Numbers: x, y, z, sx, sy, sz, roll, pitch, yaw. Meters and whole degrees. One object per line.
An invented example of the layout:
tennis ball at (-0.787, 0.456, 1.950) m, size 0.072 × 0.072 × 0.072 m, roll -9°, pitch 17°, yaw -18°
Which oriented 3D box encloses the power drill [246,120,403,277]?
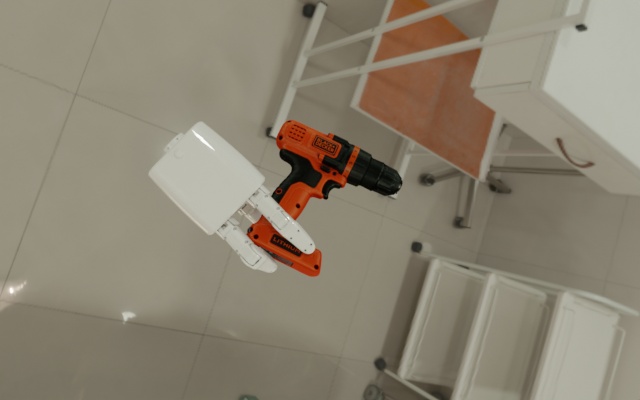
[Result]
power drill at (0.000, 0.002, 0.636) m, size 0.184 × 0.187 × 0.057 m, roll 25°, pitch -19°, yaw 1°
